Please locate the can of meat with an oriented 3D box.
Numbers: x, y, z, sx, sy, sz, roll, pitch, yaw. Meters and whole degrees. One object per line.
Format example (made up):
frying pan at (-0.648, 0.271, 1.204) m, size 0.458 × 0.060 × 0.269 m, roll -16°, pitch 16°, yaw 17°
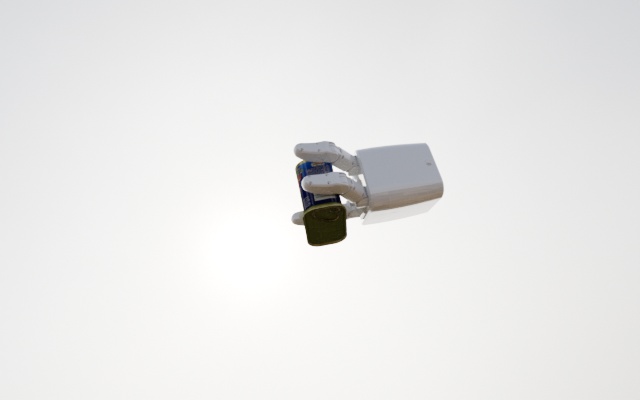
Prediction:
can of meat at (0.000, 0.002, 0.658) m, size 0.057 × 0.084 × 0.102 m, roll -11°, pitch -33°, yaw -2°
